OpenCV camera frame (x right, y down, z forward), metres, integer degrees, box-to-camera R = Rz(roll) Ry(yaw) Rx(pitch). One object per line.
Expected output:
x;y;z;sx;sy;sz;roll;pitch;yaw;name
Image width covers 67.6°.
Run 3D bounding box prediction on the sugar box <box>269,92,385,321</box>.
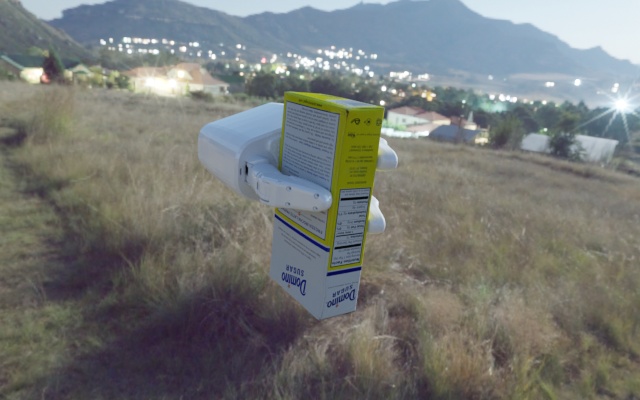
0.000;0.001;0.411;0.048;0.176;0.093;-7;22;-33;sugar box
